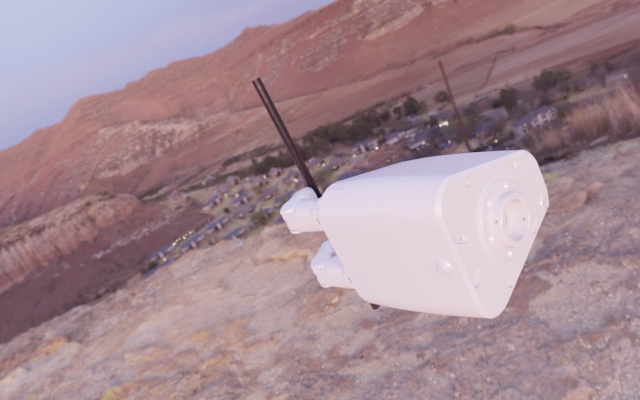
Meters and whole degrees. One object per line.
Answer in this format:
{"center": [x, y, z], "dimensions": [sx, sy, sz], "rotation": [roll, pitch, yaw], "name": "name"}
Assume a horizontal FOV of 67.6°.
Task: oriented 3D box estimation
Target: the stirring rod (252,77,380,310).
{"center": [0.000, 0.001, 0.431], "dimensions": [0.011, 0.239, 0.011], "rotation": [-26, 16, 8], "name": "stirring rod"}
